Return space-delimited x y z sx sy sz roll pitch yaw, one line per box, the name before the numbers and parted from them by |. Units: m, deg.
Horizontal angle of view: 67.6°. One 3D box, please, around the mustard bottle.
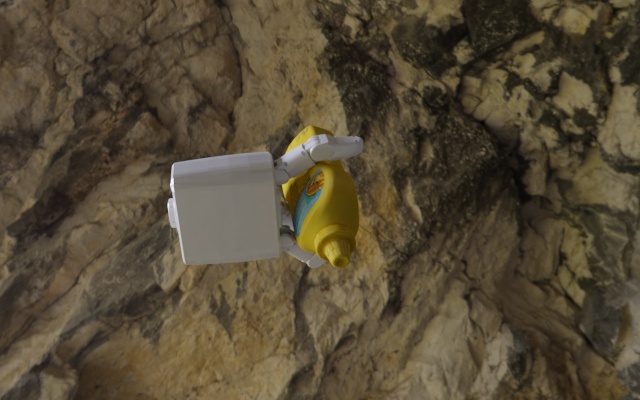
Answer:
mustard bottle | 0.000 0.002 0.528 0.058 0.096 0.191 15 31 -24
